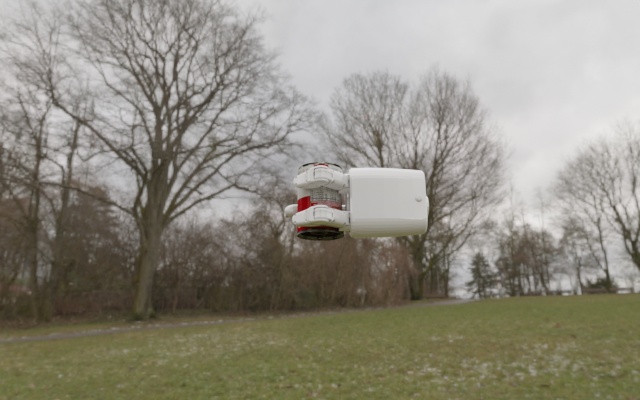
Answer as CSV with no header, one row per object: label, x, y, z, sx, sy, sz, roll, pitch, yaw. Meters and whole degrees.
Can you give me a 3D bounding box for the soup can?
soup can,0.000,0.002,0.696,0.068,0.102,0.068,0,-15,0
